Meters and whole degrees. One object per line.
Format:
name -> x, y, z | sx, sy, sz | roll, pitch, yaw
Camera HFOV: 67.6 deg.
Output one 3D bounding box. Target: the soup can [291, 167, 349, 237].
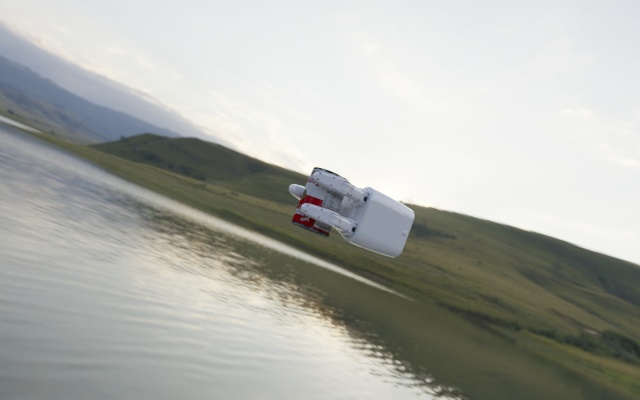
soup can -> 0.000, 0.002, 0.801 | 0.068, 0.102, 0.068 | 21, -5, 2
